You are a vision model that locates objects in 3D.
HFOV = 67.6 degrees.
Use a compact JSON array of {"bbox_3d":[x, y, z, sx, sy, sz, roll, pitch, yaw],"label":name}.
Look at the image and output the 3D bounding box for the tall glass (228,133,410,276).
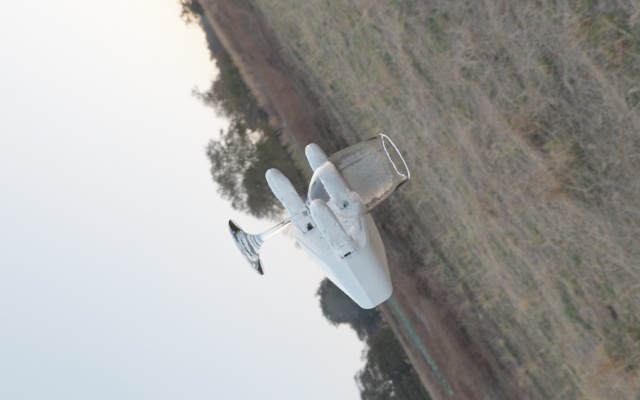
[{"bbox_3d":[-0.001,0.002,0.541,0.201,0.079,0.079,-32,-1,1],"label":"tall glass"}]
